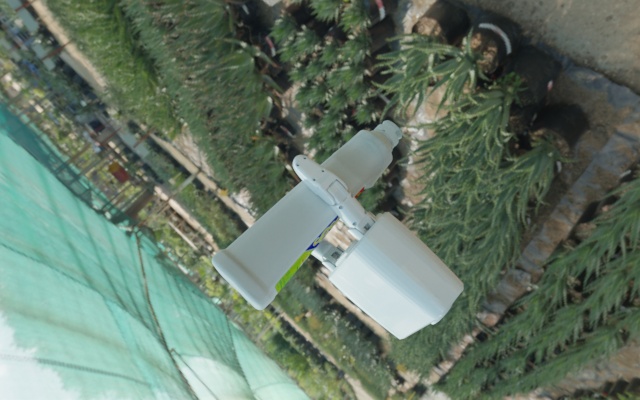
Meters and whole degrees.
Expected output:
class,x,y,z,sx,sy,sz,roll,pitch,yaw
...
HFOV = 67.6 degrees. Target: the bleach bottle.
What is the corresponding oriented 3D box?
class,x,y,z,sx,sy,sz,roll,pitch,yaw
bleach bottle,0.000,0.002,0.511,0.068,0.250,0.102,42,-16,8
